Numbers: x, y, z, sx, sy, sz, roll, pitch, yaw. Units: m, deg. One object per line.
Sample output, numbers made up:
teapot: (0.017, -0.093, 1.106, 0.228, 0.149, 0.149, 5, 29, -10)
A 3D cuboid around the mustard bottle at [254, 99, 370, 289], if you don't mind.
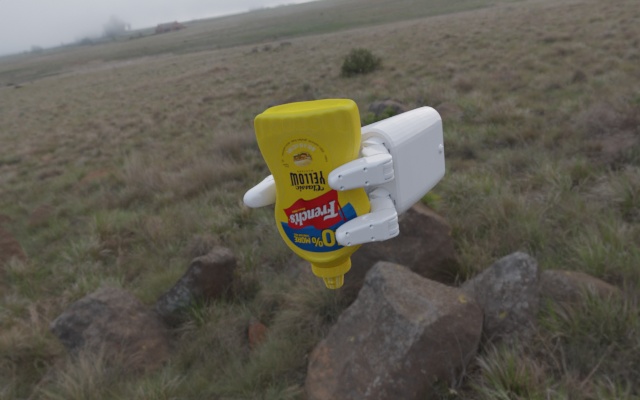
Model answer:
mustard bottle: (0.000, 0.001, 0.470, 0.096, 0.192, 0.058, -2, 23, 18)
